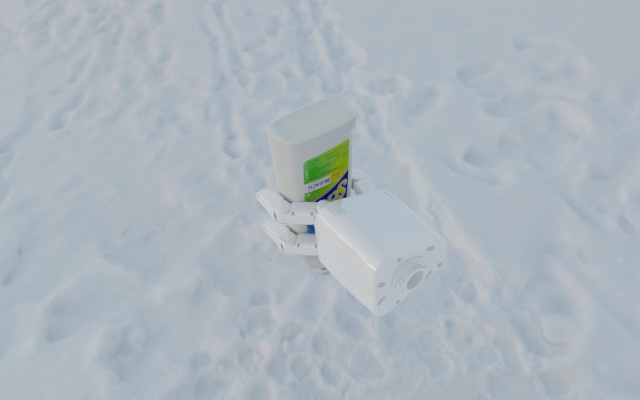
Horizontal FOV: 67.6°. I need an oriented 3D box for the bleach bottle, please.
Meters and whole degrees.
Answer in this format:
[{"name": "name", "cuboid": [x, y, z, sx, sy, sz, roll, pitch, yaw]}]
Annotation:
[{"name": "bleach bottle", "cuboid": [0.000, 0.002, 0.617, 0.102, 0.251, 0.068, -28, 46, -22]}]
